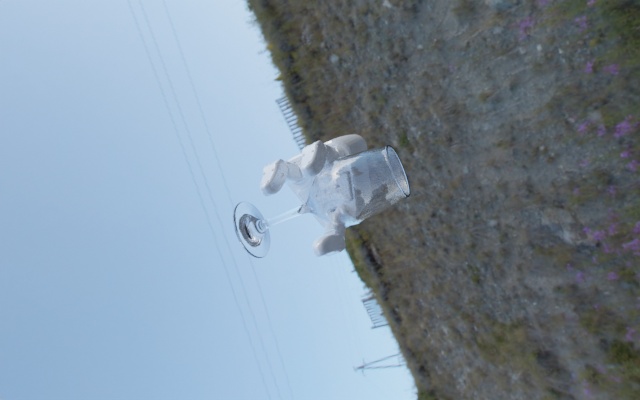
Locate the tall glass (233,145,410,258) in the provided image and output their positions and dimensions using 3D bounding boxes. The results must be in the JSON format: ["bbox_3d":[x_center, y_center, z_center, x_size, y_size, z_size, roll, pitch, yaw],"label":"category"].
[{"bbox_3d":[-0.001,0.002,0.558,0.201,0.079,0.079,-22,-9,22],"label":"tall glass"}]
